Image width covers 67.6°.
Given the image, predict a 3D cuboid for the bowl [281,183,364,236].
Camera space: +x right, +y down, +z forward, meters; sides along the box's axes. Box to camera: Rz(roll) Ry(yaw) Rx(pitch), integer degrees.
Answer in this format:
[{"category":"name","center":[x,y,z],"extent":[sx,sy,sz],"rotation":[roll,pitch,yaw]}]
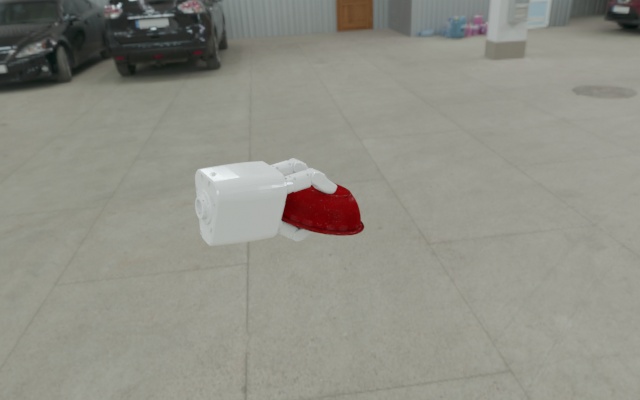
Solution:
[{"category":"bowl","center":[0.001,0.002,0.793],"extent":[0.162,0.055,0.162],"rotation":[12,15,-3]}]
